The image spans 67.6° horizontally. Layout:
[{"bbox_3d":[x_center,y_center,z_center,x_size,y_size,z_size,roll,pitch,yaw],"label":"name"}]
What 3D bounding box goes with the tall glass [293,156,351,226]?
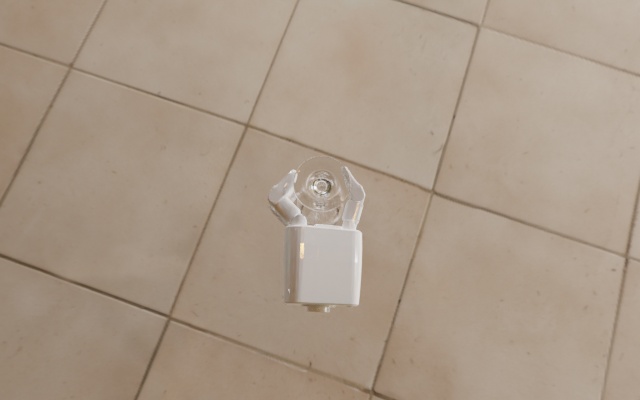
[{"bbox_3d":[0.000,0.002,0.707,0.079,0.079,0.201,0,-14,-1],"label":"tall glass"}]
